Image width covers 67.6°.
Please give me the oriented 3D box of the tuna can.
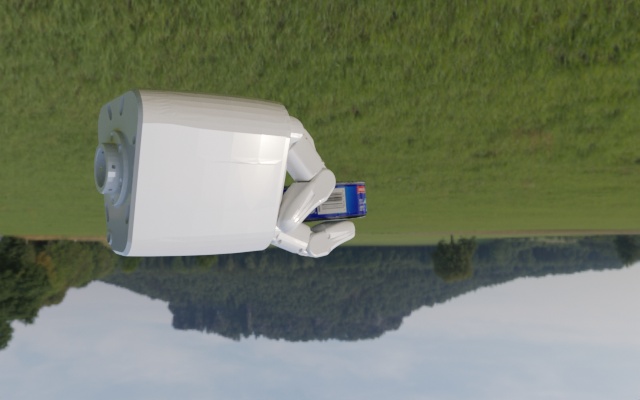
[{"bbox_3d":[0.000,0.002,0.446,0.086,0.034,0.086,-4,0,0],"label":"tuna can"}]
